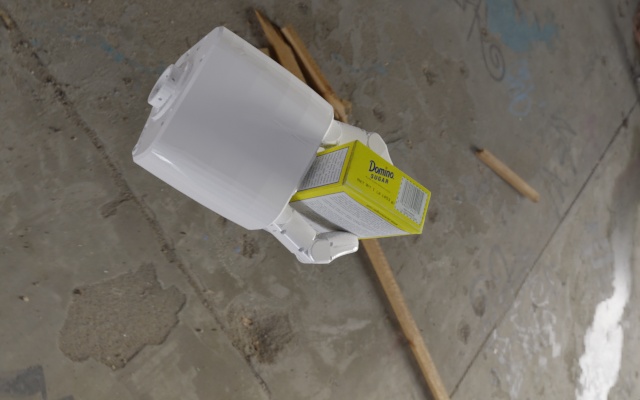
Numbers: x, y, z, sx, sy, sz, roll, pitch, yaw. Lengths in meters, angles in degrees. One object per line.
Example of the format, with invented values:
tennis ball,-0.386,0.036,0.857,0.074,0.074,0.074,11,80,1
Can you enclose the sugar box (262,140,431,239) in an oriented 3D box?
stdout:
sugar box,0.000,0.001,0.433,0.093,0.048,0.176,31,-23,-32
